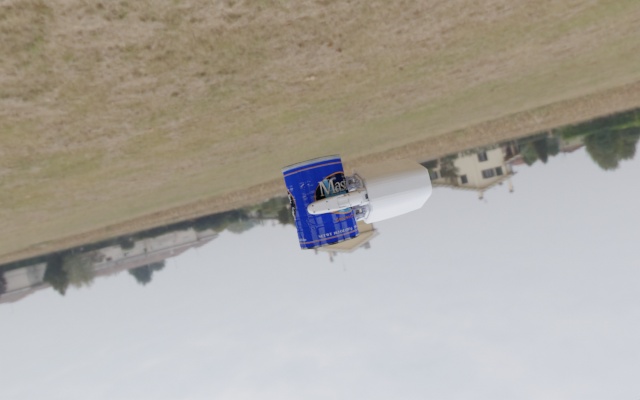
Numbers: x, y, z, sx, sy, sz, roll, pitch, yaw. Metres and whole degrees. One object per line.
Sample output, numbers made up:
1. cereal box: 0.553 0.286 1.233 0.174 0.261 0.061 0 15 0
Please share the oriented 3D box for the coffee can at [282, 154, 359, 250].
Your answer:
1. coffee can: 0.000 0.003 0.805 0.103 0.140 0.103 -14 0 0
